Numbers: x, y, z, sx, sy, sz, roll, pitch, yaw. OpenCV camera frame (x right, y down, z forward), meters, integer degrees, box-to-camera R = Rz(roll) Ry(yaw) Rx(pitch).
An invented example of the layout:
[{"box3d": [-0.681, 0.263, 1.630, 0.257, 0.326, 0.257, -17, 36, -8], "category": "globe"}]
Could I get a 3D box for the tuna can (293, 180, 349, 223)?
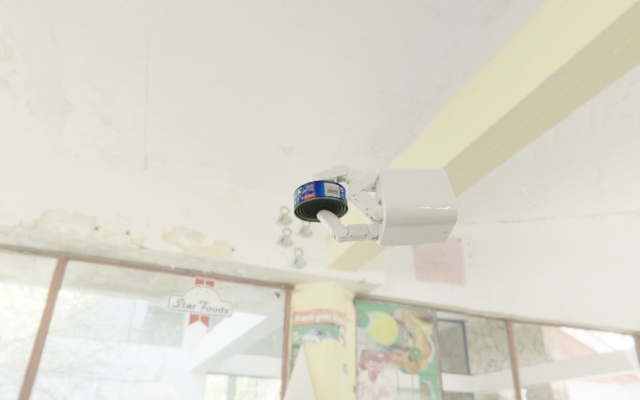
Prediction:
[{"box3d": [0.000, 0.002, 0.749, 0.086, 0.033, 0.086, -4, -27, -2], "category": "tuna can"}]
